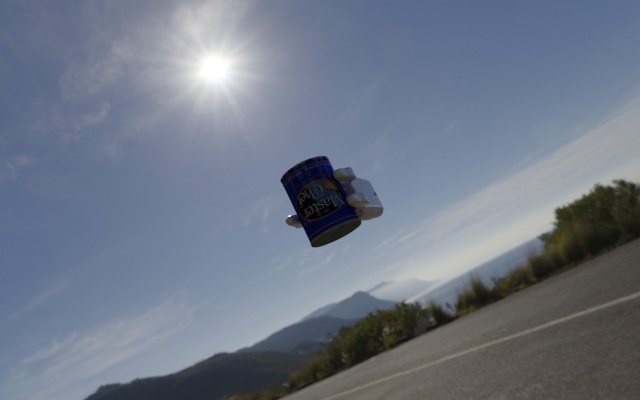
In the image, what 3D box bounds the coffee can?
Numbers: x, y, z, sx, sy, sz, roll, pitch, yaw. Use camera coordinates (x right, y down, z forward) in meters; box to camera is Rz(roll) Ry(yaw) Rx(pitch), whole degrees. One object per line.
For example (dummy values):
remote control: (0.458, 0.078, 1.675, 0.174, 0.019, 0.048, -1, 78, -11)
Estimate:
coffee can: (0.000, 0.003, 0.892, 0.103, 0.140, 0.103, -25, -15, -7)
